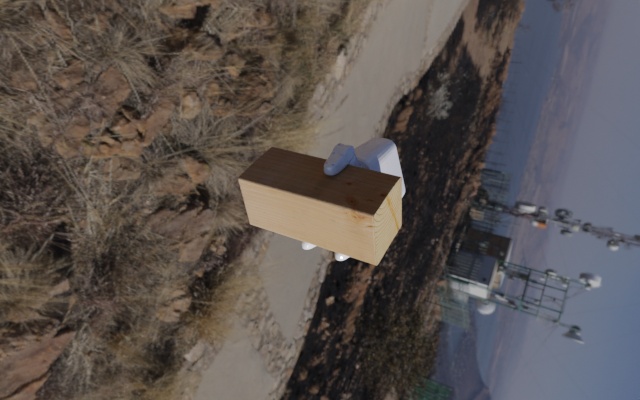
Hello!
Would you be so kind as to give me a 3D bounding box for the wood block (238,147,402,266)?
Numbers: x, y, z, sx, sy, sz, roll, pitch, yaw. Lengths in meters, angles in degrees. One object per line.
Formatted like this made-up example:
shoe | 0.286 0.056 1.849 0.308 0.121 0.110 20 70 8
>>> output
wood block | 0.000 0.002 0.666 0.206 0.091 0.090 15 43 26
